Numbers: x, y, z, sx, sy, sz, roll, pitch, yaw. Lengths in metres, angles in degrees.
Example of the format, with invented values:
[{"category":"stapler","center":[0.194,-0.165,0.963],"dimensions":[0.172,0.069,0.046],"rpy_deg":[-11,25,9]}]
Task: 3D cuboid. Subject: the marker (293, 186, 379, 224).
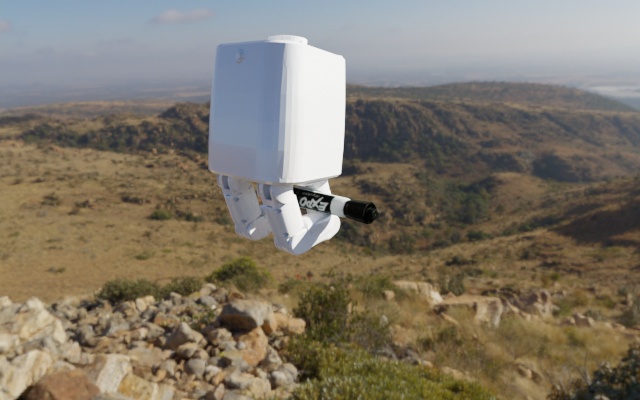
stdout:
[{"category":"marker","center":[0.000,0.001,0.425],"dimensions":[0.121,0.020,0.020],"rpy_deg":[13,8,41]}]
